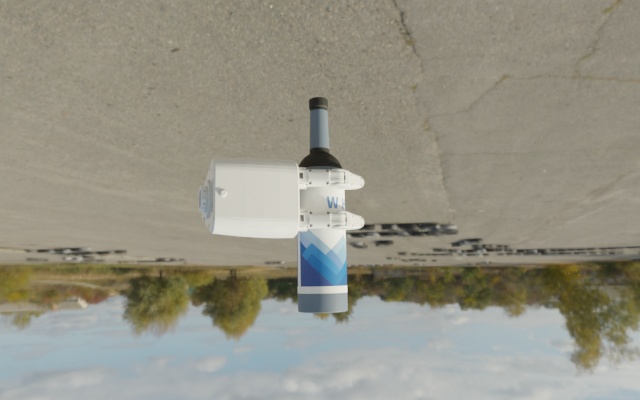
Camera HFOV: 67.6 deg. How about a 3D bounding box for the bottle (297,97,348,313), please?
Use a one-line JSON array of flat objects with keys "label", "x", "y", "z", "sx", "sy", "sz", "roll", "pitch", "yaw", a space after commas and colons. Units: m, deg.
[{"label": "bottle", "x": 0.000, "y": 0.002, "z": 0.658, "sx": 0.069, "sy": 0.295, "sz": 0.069, "roll": -1, "pitch": -9, "yaw": 0}]
